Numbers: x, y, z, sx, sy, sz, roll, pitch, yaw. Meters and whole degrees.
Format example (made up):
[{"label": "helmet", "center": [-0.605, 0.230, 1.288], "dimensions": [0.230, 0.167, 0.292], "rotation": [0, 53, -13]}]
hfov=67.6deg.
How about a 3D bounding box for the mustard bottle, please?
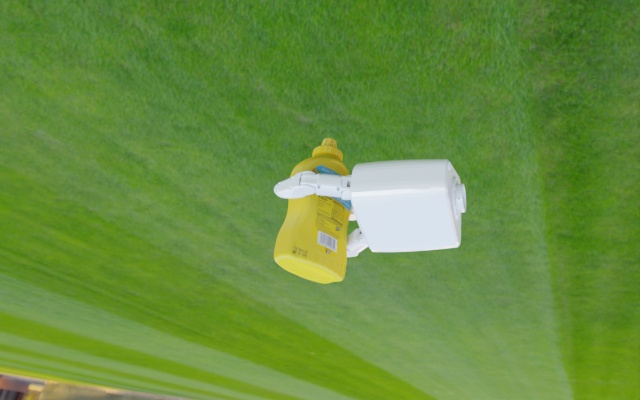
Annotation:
[{"label": "mustard bottle", "center": [0.000, 0.002, 0.614], "dimensions": [0.096, 0.191, 0.058], "rotation": [29, -33, -34]}]
